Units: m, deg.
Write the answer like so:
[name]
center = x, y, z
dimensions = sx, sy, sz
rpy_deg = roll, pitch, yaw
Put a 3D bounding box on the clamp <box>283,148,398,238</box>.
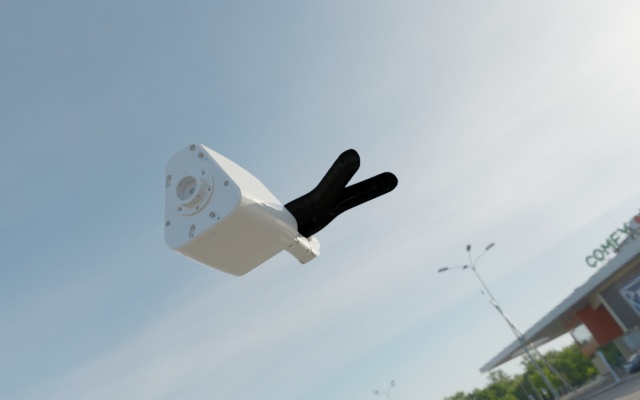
[clamp]
center = 0.000, 0.001, 0.543
dimensions = 0.171, 0.039, 0.120
rpy_deg = -33, -31, 11
